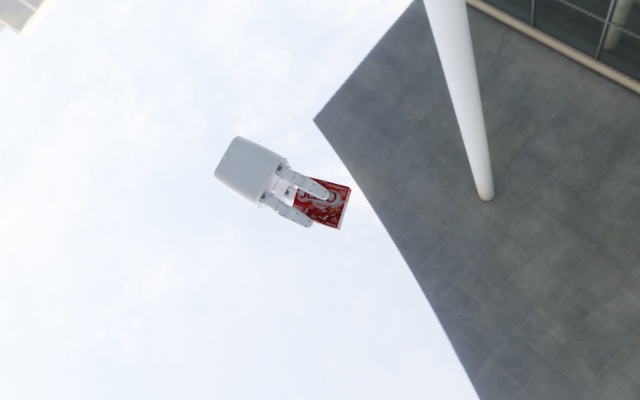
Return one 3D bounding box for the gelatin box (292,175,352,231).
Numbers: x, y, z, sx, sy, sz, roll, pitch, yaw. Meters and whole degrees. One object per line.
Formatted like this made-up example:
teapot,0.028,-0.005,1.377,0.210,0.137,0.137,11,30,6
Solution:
gelatin box,0.001,0.003,0.799,0.089,0.073,0.030,16,-5,17
